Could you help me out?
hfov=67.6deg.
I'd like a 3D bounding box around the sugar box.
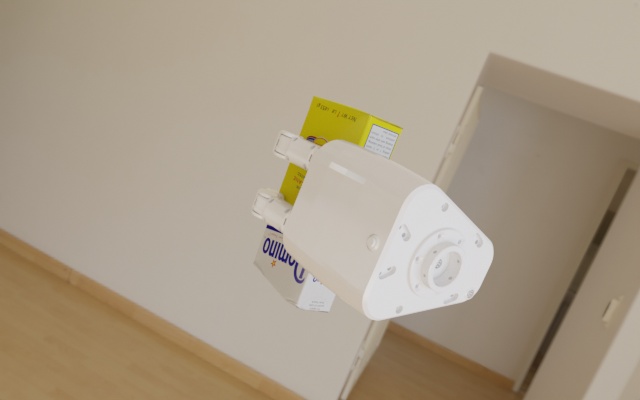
[{"bbox_3d":[0.000,0.001,0.434,0.048,0.176,0.093,16,10,-36],"label":"sugar box"}]
